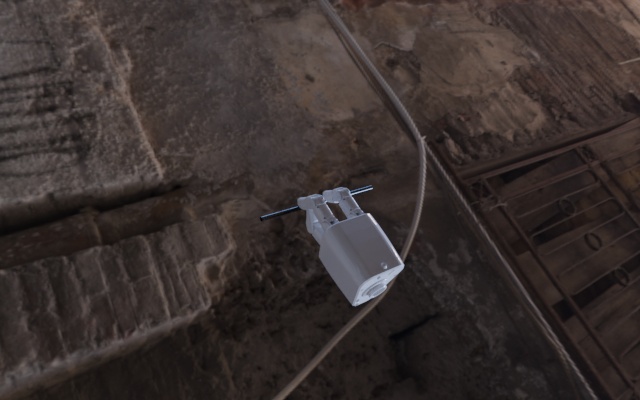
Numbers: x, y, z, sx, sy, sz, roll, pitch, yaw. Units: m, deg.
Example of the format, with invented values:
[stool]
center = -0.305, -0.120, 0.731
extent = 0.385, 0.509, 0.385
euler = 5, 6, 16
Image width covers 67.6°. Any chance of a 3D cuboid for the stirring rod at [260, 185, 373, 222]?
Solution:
[stirring rod]
center = 0.000, 0.003, 0.839
extent = 0.239, 0.011, 0.011
euler = -16, 9, -34
